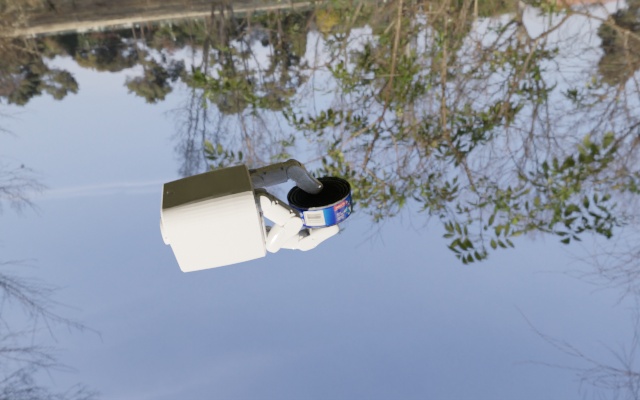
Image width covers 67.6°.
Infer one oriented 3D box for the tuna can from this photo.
[{"bbox_3d":[0.000,0.003,0.638,0.086,0.034,0.086,-8,28,4],"label":"tuna can"}]
